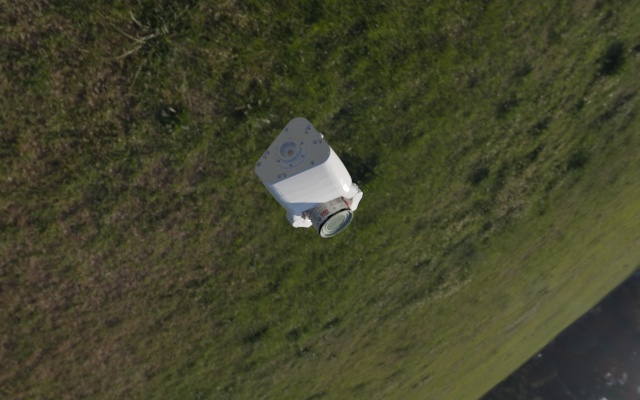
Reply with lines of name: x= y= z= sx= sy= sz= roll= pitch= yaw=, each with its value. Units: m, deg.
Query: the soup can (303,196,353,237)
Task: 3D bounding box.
soup can: x=0.000 y=0.003 z=0.800 sx=0.068 sy=0.102 sz=0.069 roll=-27 pitch=-30 yaw=-17
